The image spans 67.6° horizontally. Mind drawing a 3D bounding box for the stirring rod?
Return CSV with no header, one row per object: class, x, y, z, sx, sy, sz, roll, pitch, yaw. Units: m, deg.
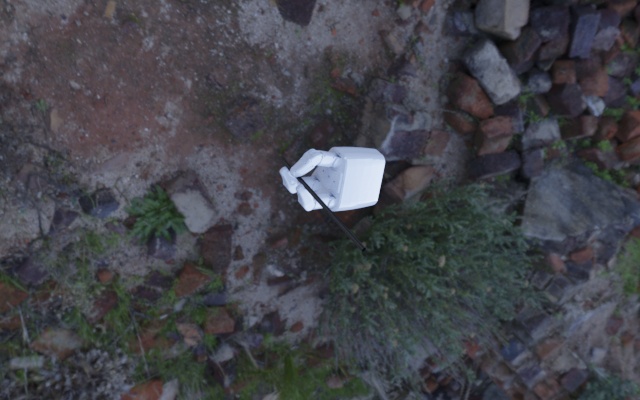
stirring rod,0.000,0.002,0.783,0.011,0.011,0.239,0,36,-42
